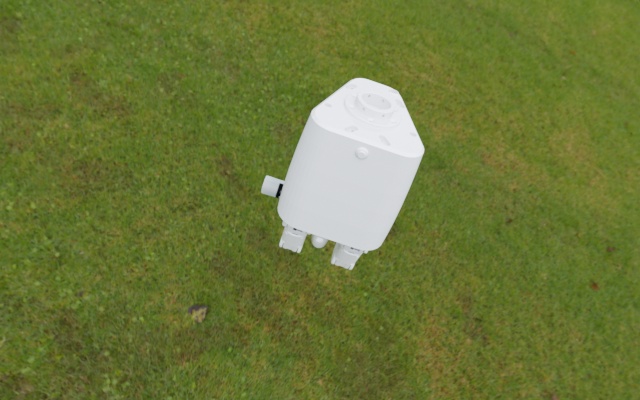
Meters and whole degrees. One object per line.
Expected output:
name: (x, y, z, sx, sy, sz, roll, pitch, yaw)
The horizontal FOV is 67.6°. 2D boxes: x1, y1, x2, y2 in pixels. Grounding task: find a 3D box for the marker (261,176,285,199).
marker: (0.000, 0.002, 0.485, 0.121, 0.020, 0.020, 18, -1, -3)
